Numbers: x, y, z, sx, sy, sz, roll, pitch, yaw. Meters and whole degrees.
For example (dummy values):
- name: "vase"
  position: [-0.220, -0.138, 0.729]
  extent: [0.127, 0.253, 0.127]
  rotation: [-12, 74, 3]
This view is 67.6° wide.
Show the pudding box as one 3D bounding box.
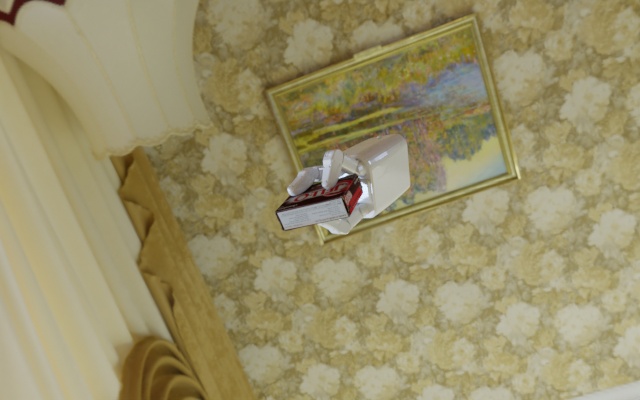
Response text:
- name: "pudding box"
  position: [0.000, 0.002, 0.718]
  extent: [0.113, 0.039, 0.090]
  rotation: [-15, 17, 24]
